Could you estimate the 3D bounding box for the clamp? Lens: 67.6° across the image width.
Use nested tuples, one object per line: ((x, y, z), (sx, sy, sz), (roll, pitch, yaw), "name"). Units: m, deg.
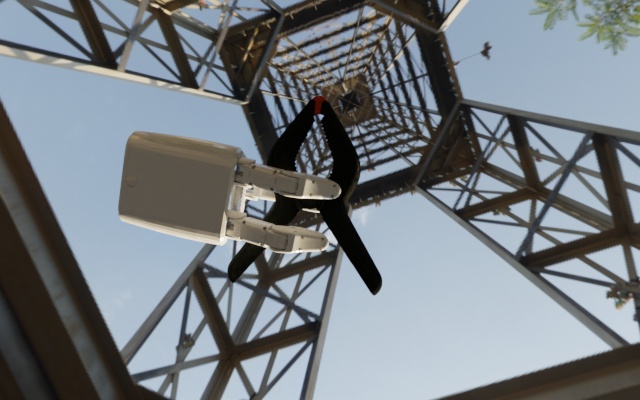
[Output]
((0.000, 0.001, 0.493), (0.164, 0.210, 0.036), (11, 12, -2), "clamp")
